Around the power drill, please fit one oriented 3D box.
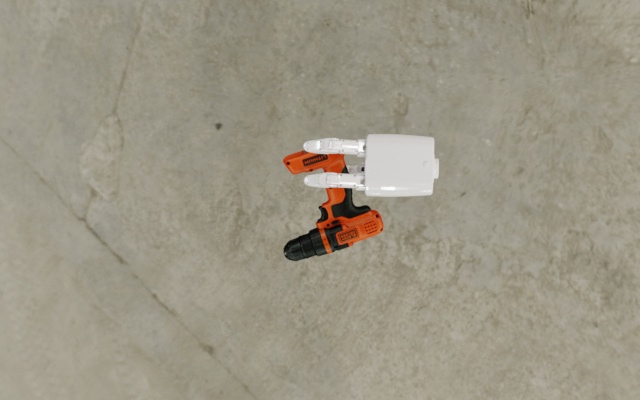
[{"bbox_3d":[0.000,0.002,0.831,0.184,0.188,0.057,-20,15,-1],"label":"power drill"}]
